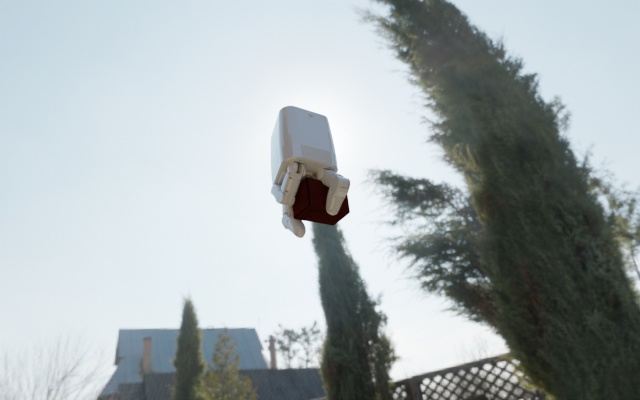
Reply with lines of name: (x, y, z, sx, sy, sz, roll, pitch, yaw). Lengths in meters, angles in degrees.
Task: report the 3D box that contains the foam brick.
foam brick: (0.000, 0.003, 0.766, 0.078, 0.051, 0.053, 11, -33, -32)
